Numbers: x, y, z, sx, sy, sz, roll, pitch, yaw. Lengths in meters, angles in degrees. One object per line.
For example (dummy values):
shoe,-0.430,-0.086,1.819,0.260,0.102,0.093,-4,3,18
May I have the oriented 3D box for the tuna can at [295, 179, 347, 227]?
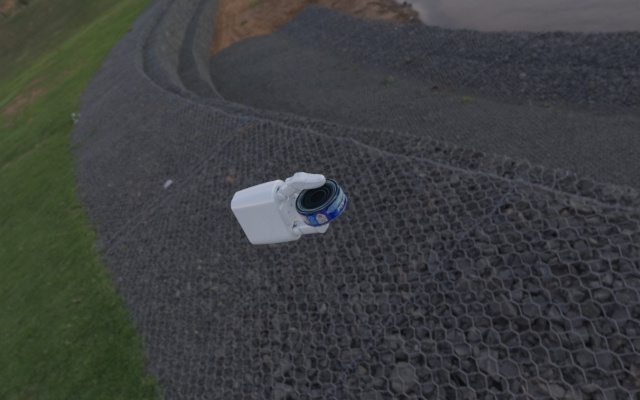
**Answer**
tuna can,0.000,0.002,0.819,0.086,0.086,0.034,0,-44,37
